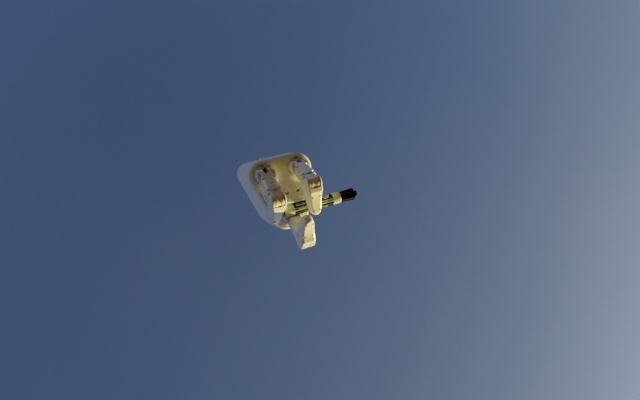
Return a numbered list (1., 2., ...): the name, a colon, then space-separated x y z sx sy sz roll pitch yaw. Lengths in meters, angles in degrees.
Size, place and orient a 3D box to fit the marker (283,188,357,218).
1. marker: 0.000 0.002 0.722 0.121 0.020 0.020 -15 5 -21
